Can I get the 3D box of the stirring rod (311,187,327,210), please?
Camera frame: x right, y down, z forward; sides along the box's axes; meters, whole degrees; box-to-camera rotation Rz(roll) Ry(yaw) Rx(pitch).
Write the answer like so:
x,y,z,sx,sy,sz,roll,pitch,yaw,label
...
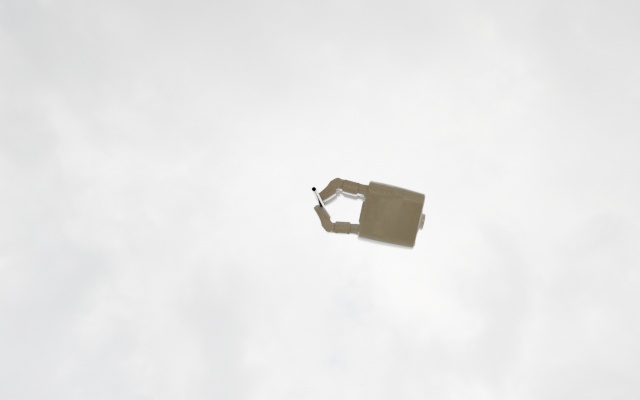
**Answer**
x,y,z,sx,sy,sz,roll,pitch,yaw,label
0.000,0.003,0.869,0.011,0.011,0.239,0,-10,5,stirring rod
